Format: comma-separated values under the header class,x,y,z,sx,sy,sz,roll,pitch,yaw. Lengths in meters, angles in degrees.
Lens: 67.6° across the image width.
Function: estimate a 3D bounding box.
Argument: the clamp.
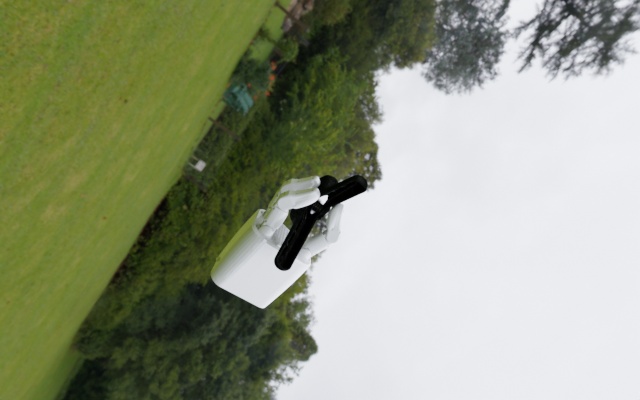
class,x,y,z,sx,sy,sz,roll,pitch,yaw
clamp,0.001,0.003,0.702,0.036,0.164,0.210,43,15,-14
